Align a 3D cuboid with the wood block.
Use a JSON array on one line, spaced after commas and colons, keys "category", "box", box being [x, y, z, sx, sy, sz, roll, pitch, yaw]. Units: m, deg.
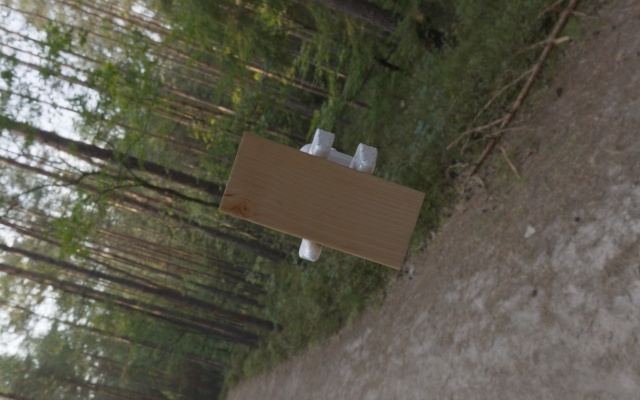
[{"category": "wood block", "box": [0.000, 0.002, 0.550, 0.206, 0.091, 0.090, 18, -2, -5]}]
